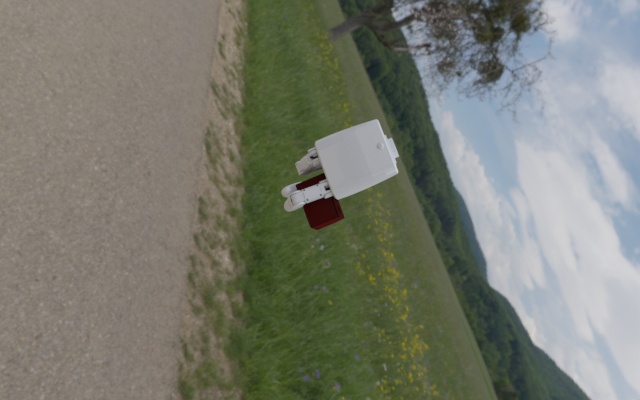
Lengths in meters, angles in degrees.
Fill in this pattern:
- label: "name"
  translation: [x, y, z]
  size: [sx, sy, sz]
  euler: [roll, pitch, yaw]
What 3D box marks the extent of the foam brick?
- label: "foam brick"
  translation: [0.000, 0.003, 0.780]
  size: [0.051, 0.078, 0.053]
  euler: [-21, -9, 10]
